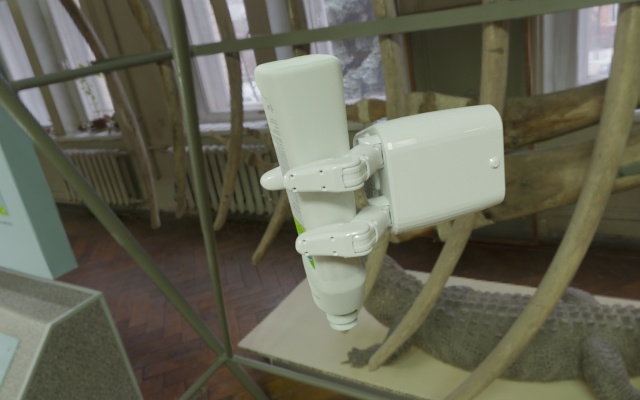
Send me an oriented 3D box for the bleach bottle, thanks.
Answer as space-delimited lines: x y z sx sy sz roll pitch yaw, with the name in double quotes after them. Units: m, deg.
0.000 0.001 0.435 0.068 0.251 0.102 -13 21 -8 "bleach bottle"
